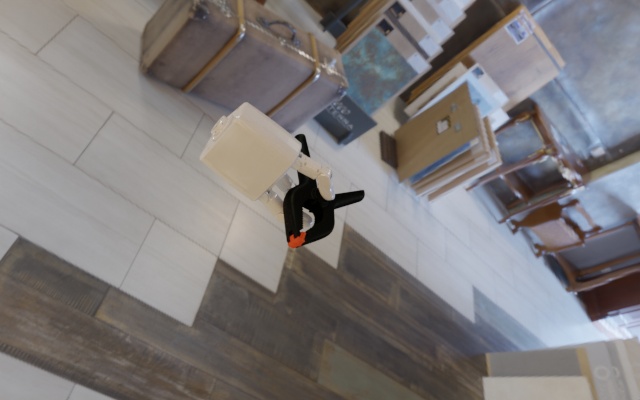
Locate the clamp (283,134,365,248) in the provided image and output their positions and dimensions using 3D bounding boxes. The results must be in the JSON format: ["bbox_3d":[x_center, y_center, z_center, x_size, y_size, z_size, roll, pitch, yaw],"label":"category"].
[{"bbox_3d":[0.000,0.002,0.774,0.164,0.209,0.036,36,-47,-21],"label":"clamp"}]
